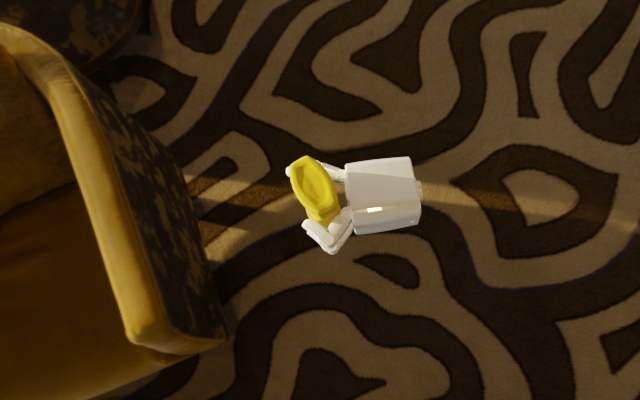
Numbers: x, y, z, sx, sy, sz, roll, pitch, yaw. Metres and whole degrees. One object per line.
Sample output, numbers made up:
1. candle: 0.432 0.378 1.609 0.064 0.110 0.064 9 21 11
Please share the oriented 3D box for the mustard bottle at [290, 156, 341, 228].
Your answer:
1. mustard bottle: 0.000 0.003 0.786 0.058 0.096 0.192 -32 -18 -3
